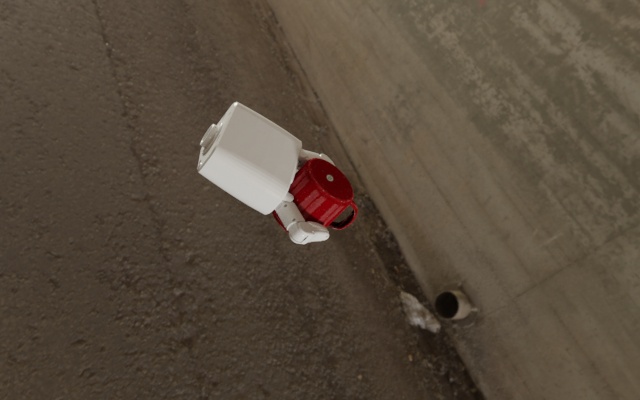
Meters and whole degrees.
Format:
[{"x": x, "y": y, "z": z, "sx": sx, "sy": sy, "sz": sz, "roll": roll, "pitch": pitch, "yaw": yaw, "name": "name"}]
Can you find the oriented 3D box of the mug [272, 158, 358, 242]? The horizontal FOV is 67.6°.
[{"x": 0.001, "y": 0.003, "z": 0.658, "sx": 0.117, "sy": 0.093, "sz": 0.081, "roll": 31, "pitch": -57, "yaw": -22, "name": "mug"}]
